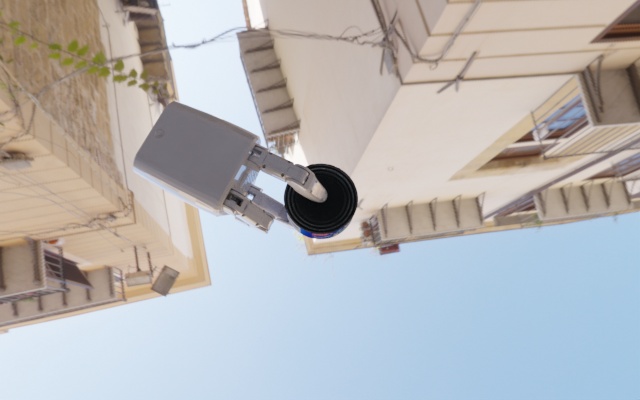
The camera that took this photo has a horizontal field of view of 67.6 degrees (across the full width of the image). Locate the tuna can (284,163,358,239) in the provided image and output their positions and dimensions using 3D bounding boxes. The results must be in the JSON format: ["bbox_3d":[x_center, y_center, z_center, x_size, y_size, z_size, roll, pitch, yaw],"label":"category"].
[{"bbox_3d":[0.000,0.002,0.564,0.086,0.086,0.034,0,-18,-2],"label":"tuna can"}]
